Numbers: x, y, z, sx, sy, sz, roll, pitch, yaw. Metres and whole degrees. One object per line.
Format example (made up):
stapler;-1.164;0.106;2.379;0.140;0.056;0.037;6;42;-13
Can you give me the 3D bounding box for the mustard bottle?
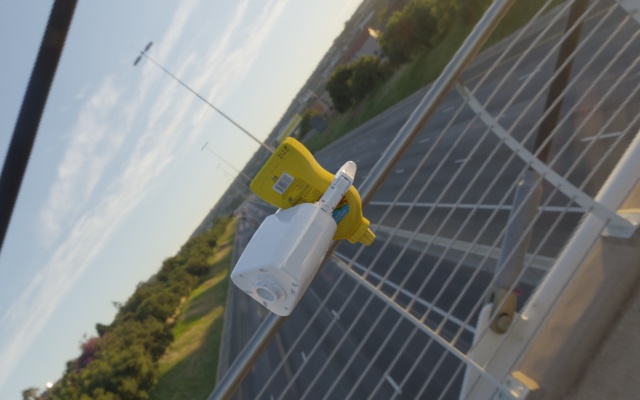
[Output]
mustard bottle;0.000;0.002;0.687;0.191;0.096;0.058;38;25;-8
